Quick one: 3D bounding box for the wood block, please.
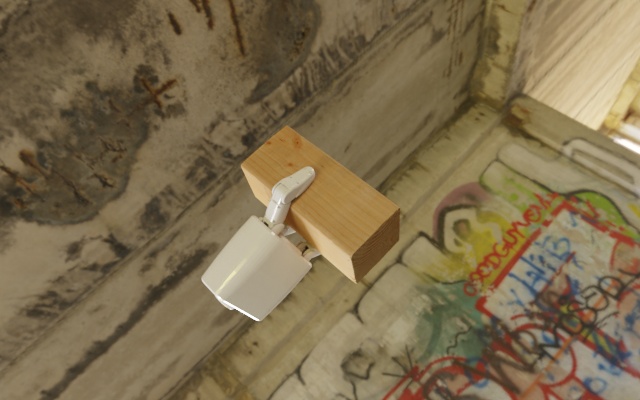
[{"bbox_3d":[0.000,0.002,0.644,0.206,0.090,0.091,38,-19,26],"label":"wood block"}]
